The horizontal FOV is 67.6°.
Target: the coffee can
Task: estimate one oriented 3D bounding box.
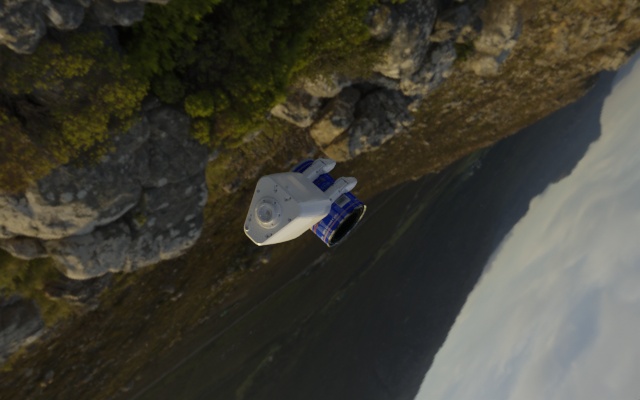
[{"bbox_3d":[0.000,0.003,0.894,0.140,0.103,0.103,42,14,17],"label":"coffee can"}]
